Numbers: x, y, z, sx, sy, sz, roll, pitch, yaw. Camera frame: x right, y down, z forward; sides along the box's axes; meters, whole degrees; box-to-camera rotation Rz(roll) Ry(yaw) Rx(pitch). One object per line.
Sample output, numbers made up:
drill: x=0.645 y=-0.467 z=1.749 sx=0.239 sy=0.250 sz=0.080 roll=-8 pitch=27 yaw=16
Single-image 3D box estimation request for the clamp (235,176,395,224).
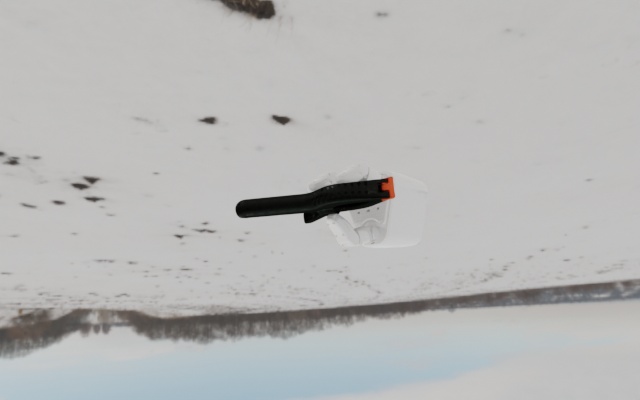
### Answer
clamp: x=0.001 y=0.003 z=0.650 sx=0.210 sy=0.036 sz=0.164 roll=-14 pitch=-12 yaw=41
